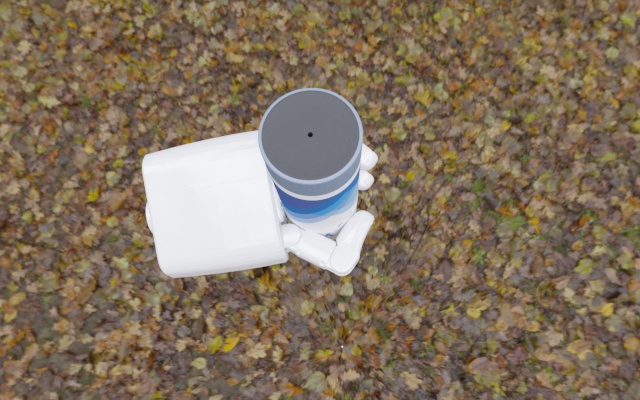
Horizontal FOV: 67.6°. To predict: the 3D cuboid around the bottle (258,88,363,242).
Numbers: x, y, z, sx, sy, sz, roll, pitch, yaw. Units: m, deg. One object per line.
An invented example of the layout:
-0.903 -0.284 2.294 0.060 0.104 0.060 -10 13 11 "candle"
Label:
0.000 0.001 0.439 0.069 0.069 0.296 0 -17 3 "bottle"
